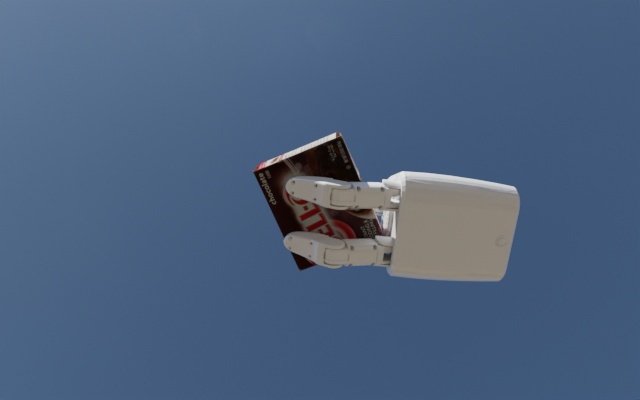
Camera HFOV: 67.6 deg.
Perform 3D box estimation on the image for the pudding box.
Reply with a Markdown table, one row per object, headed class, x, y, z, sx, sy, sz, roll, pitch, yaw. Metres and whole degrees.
| class | x | y | z | sx | sy | sz | roll | pitch | yaw |
| --- | --- | --- | --- | --- | --- | --- | --- | --- | --- |
| pudding box | 0.000 | 0.001 | 0.463 | 0.090 | 0.113 | 0.039 | -22 | 14 | 9 |
